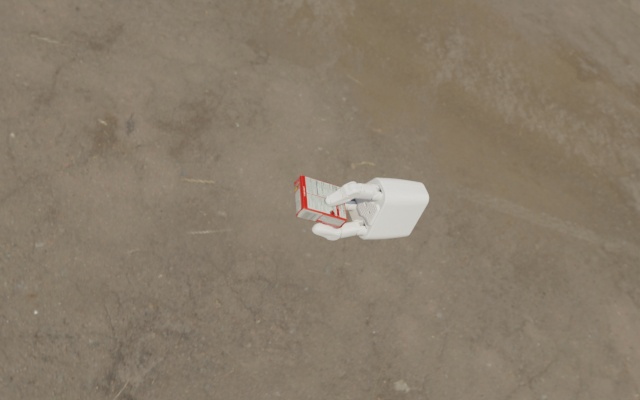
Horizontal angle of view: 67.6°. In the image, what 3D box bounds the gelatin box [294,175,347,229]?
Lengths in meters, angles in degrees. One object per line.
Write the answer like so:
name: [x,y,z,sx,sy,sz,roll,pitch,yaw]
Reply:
gelatin box: [0.000,0.002,0.820,0.089,0.073,0.030,16,-42,-27]
